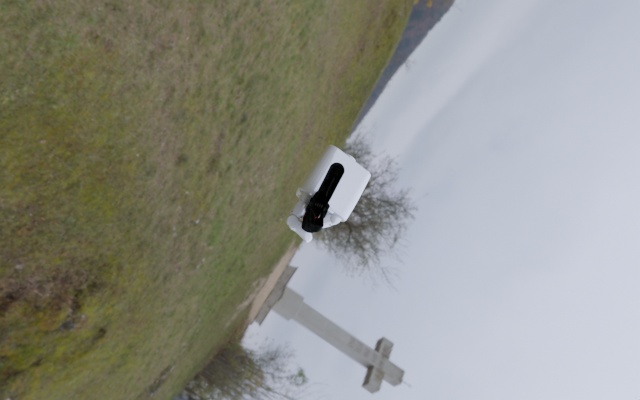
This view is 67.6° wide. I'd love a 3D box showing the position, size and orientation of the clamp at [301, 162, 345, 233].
[{"bbox_3d":[0.001,0.003,0.817,0.039,0.120,0.171,29,-11,-6],"label":"clamp"}]
